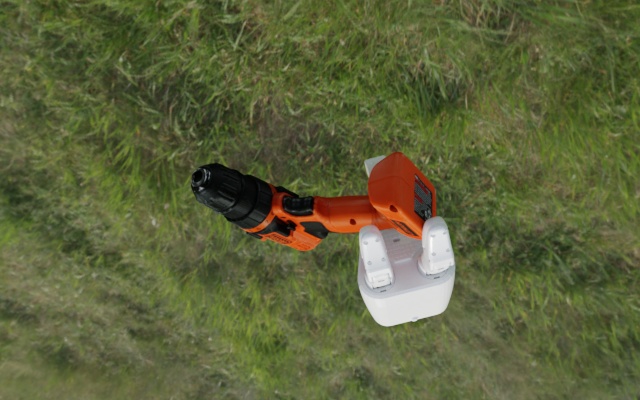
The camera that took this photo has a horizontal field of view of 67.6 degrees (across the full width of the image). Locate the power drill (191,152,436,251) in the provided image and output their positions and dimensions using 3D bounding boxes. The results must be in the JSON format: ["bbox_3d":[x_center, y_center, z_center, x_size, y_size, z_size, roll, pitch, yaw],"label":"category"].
[{"bbox_3d":[0.001,0.002,0.446,0.187,0.057,0.184,-5,-20,31],"label":"power drill"}]
